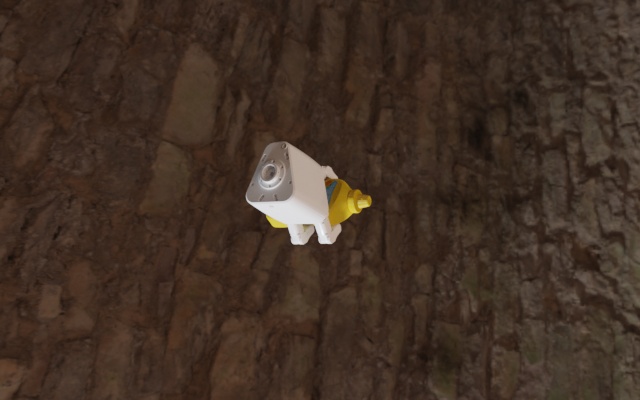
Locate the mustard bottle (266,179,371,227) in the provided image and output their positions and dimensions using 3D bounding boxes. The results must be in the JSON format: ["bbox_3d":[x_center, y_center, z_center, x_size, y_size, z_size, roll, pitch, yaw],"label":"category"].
[{"bbox_3d":[0.000,0.003,0.865,0.191,0.096,0.058,-2,-44,29],"label":"mustard bottle"}]
